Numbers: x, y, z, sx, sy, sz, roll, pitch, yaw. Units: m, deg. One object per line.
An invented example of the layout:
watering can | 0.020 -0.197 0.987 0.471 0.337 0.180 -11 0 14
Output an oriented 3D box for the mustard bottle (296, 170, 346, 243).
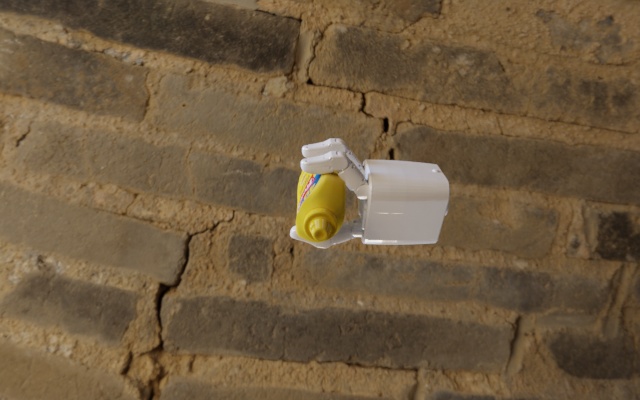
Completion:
mustard bottle | 0.000 0.002 0.642 0.058 0.096 0.191 24 21 -11
